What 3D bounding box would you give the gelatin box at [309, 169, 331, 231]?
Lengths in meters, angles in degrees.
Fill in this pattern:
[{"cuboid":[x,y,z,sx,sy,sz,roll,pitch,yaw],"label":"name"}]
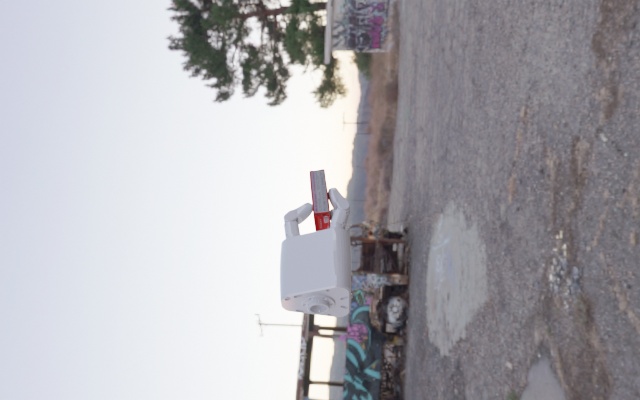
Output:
[{"cuboid":[0.000,0.002,0.824,0.030,0.089,0.073,-6,-29,-1],"label":"gelatin box"}]
